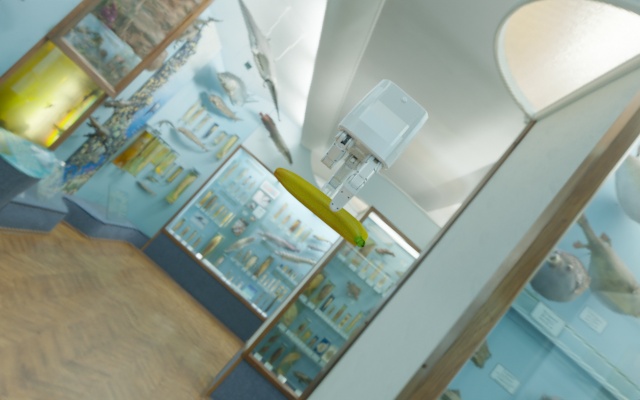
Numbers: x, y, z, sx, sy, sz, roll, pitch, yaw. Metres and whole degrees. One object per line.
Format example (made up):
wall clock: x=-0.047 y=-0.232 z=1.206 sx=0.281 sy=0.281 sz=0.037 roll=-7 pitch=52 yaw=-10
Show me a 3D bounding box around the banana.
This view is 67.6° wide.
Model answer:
banana: x=0.008 y=0.011 z=0.737 sx=0.197 sy=0.037 sz=0.070 roll=38 pitch=-7 yaw=28
